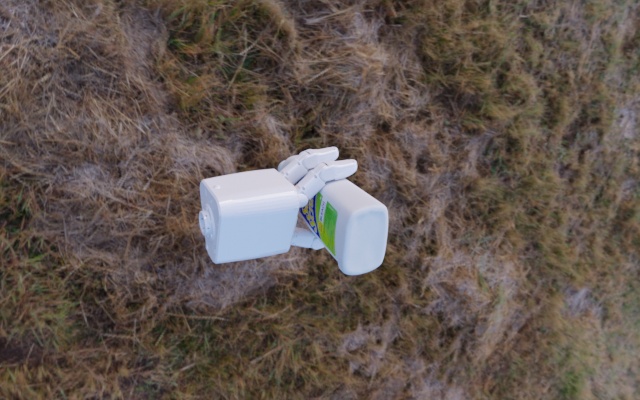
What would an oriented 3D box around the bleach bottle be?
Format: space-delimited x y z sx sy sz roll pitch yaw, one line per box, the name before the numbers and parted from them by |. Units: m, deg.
bleach bottle | 0.000 0.002 0.697 0.068 0.103 0.250 -9 27 -27
